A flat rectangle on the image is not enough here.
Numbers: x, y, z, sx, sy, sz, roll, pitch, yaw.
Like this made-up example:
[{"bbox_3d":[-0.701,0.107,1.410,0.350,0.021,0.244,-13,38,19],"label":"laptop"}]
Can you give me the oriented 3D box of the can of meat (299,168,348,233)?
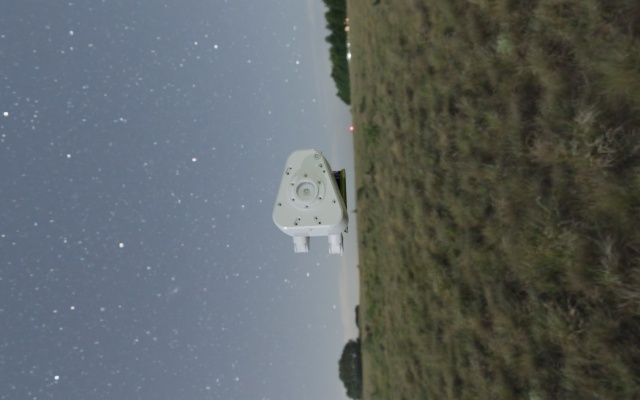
[{"bbox_3d":[0.000,0.002,0.765,0.084,0.102,0.057,-3,-6,5],"label":"can of meat"}]
